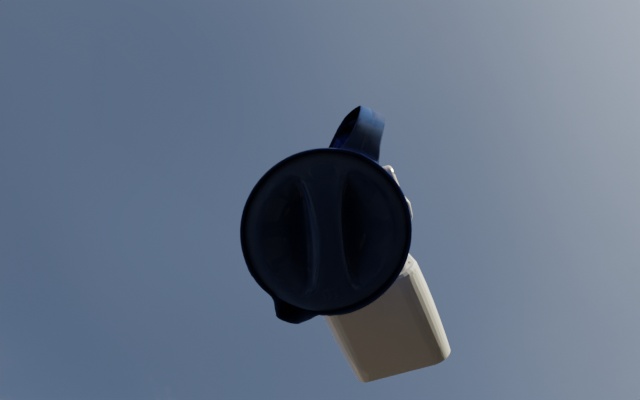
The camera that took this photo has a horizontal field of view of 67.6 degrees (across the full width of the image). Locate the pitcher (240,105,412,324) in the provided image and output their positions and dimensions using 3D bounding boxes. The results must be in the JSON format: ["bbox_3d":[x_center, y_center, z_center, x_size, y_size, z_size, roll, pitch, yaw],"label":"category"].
[{"bbox_3d":[0.000,0.002,0.478,0.149,0.145,0.243,-24,9,-1],"label":"pitcher"}]
